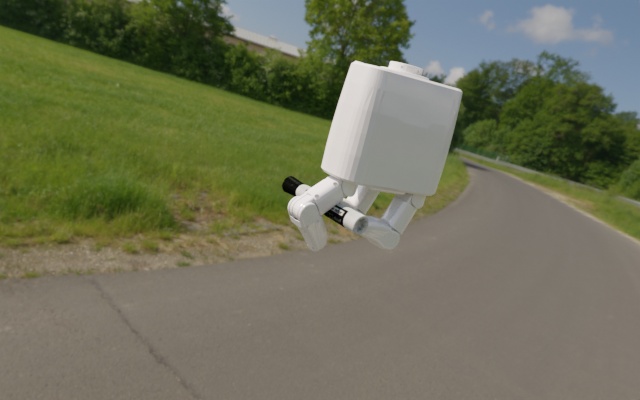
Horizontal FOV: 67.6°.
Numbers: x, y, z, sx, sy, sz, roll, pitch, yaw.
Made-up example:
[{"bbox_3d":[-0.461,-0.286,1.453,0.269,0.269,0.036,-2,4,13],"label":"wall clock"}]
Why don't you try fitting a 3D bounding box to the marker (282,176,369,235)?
[{"bbox_3d":[0.000,0.002,0.472,0.020,0.020,0.121,0,20,-41],"label":"marker"}]
